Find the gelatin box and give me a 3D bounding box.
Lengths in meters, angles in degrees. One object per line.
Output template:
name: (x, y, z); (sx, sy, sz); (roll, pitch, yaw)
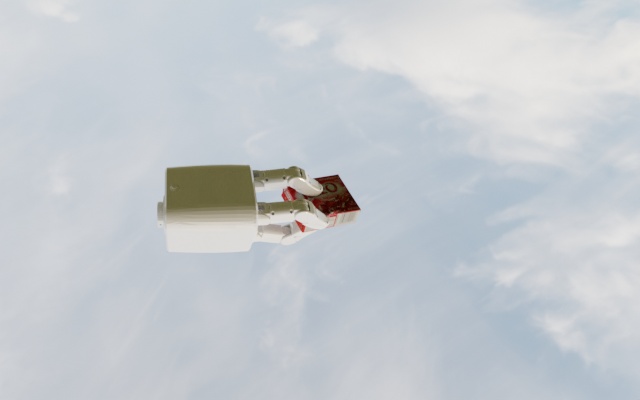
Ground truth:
gelatin box: (0.000, 0.002, 0.662); (0.089, 0.073, 0.030); (-10, -40, -27)
